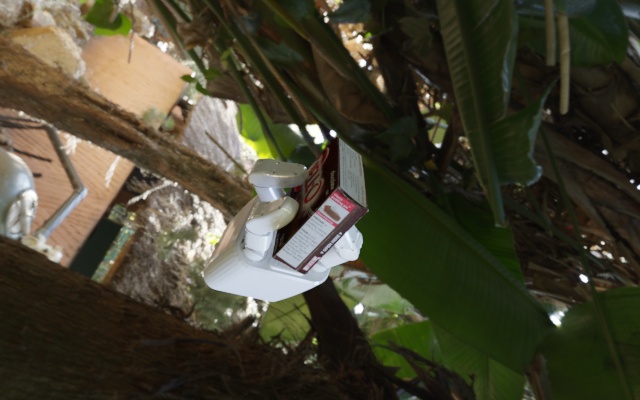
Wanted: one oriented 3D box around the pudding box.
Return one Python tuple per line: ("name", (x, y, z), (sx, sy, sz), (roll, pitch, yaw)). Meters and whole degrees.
("pudding box", (0.000, 0.002, 0.441), (0.039, 0.090, 0.113), (34, 24, -18))
